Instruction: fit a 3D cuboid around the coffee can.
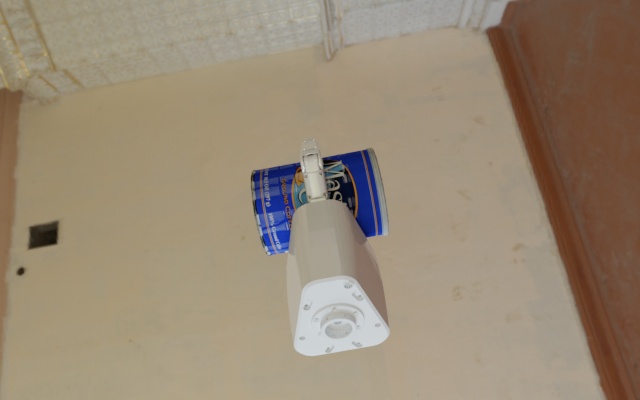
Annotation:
[{"bbox_3d":[0.000,0.002,0.555,0.140,0.103,0.103,-10,0,2],"label":"coffee can"}]
